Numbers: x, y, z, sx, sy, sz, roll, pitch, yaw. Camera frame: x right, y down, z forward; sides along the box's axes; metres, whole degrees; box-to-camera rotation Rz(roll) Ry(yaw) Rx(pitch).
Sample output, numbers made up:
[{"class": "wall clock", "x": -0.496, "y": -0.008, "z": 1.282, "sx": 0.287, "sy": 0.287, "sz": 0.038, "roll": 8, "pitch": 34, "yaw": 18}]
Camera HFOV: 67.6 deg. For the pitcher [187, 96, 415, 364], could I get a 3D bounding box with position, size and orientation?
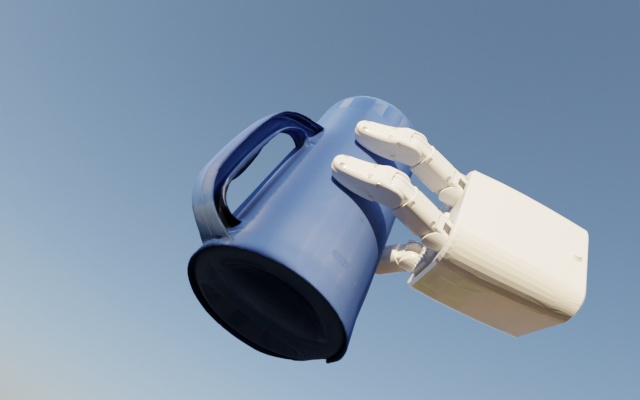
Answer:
[{"class": "pitcher", "x": 0.000, "y": 0.001, "z": 0.419, "sx": 0.145, "sy": 0.149, "sz": 0.242, "roll": 25, "pitch": 48, "yaw": 8}]
